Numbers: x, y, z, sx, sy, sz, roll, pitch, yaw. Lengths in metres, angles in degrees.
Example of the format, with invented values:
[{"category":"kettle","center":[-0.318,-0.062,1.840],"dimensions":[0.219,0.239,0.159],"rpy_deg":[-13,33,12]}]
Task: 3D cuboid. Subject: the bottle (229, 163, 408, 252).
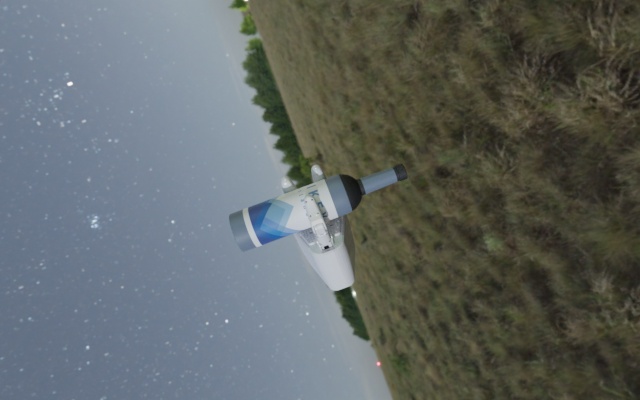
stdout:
[{"category":"bottle","center":[0.000,0.003,0.784],"dimensions":[0.296,0.069,0.069],"rpy_deg":[-20,0,1]}]
